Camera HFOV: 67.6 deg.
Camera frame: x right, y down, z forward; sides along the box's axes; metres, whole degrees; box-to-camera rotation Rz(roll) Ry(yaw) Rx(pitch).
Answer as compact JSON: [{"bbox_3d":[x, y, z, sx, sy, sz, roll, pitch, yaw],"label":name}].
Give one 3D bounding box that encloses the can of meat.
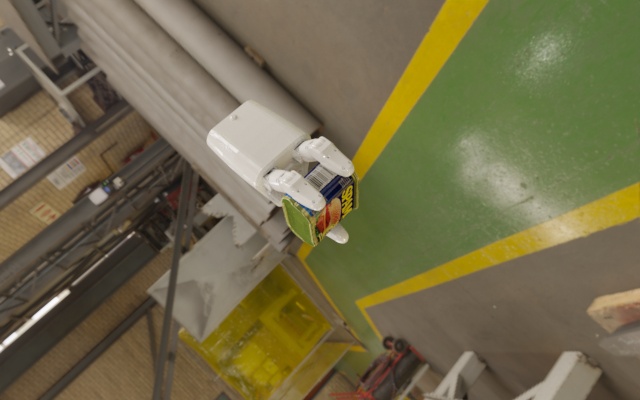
[{"bbox_3d":[0.000,0.002,0.605,0.057,0.084,0.102,39,-20,21],"label":"can of meat"}]
